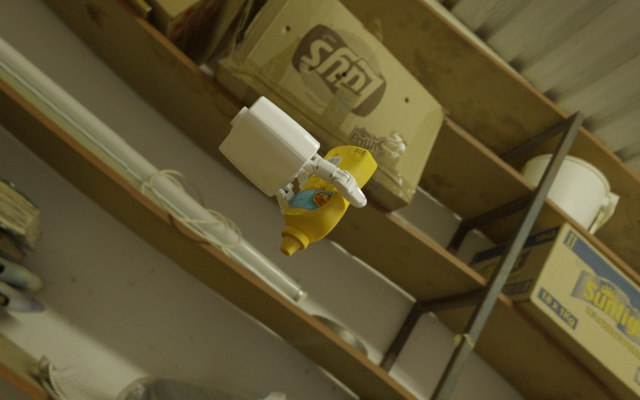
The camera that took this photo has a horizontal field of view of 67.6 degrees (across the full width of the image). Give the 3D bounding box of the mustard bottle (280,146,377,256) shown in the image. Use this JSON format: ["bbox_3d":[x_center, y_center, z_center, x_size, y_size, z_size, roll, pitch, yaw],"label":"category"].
[{"bbox_3d":[0.000,0.002,0.706,0.096,0.191,0.058,4,-41,47],"label":"mustard bottle"}]
